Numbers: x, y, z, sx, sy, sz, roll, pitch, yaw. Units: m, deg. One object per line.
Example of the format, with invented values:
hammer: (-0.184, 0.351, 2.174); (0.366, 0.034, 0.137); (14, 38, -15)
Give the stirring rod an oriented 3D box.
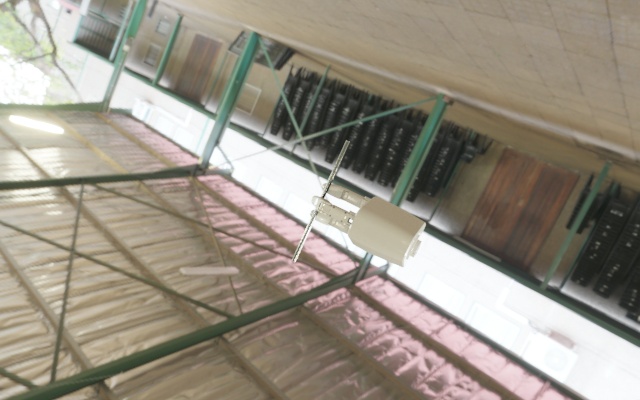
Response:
stirring rod: (0.000, 0.003, 0.865); (0.011, 0.239, 0.011); (24, 7, -3)
